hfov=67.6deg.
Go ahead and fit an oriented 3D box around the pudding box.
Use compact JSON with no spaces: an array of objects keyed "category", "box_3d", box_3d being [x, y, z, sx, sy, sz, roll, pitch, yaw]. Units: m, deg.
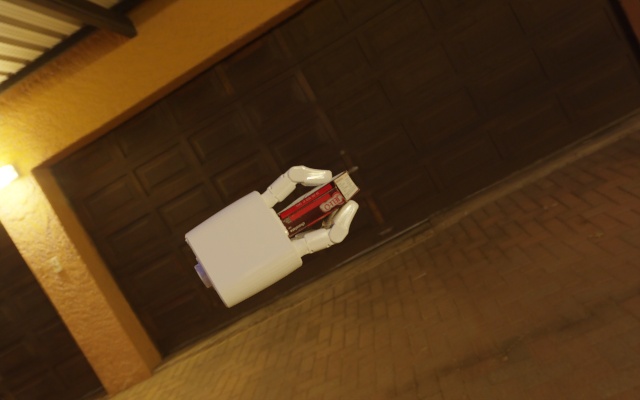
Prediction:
[{"category":"pudding box","box_3d":[0.000,0.002,0.643,0.090,0.039,0.113,-31,4,16]}]
